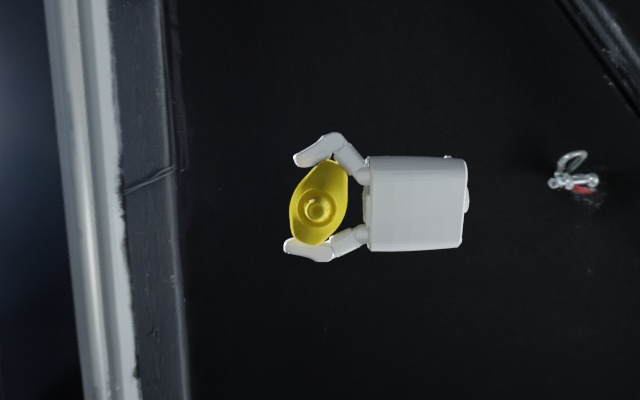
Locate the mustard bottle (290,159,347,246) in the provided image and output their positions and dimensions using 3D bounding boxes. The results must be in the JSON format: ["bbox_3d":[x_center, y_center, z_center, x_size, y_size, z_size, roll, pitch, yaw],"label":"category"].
[{"bbox_3d":[0.000,0.002,0.549,0.058,0.096,0.191,23,6,0],"label":"mustard bottle"}]
